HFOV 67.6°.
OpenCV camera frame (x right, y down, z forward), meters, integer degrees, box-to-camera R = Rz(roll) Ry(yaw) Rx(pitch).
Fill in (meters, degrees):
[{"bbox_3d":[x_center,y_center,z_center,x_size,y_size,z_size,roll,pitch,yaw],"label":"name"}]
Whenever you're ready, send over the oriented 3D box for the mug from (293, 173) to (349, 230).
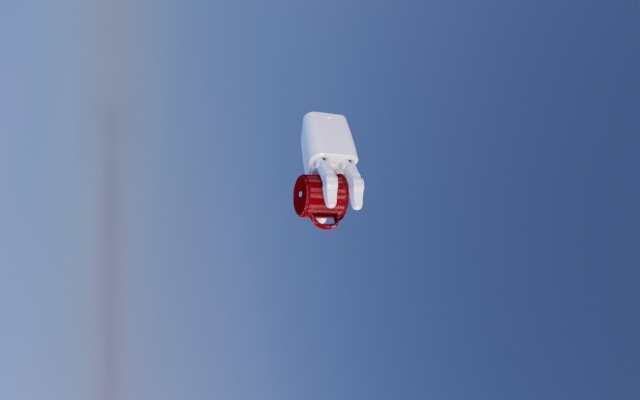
[{"bbox_3d":[0.000,0.004,0.899,0.081,0.117,0.093,2,-32,-23],"label":"mug"}]
